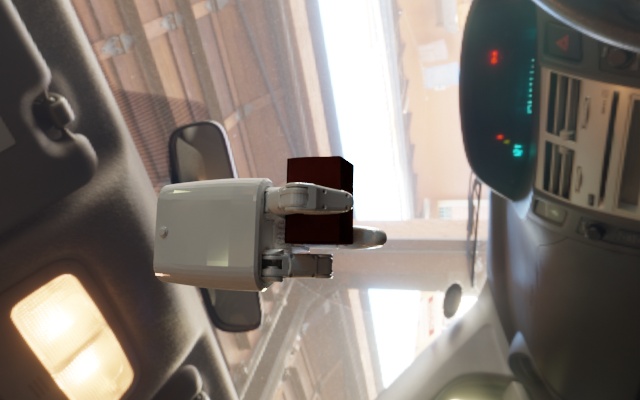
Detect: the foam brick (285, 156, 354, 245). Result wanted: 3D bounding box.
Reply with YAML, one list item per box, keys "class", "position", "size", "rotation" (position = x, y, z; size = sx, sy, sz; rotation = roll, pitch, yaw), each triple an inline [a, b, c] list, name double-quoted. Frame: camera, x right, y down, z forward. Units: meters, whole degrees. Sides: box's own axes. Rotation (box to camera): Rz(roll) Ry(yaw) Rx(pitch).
- class: "foam brick"
  position: [0.000, 0.001, 0.436]
  size: [0.051, 0.078, 0.053]
  rotation: [0, -7, 17]
